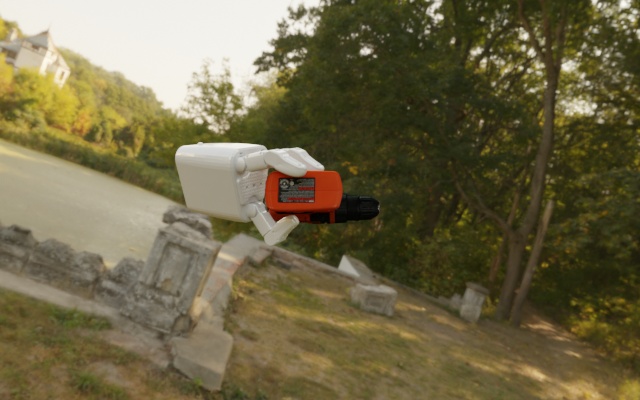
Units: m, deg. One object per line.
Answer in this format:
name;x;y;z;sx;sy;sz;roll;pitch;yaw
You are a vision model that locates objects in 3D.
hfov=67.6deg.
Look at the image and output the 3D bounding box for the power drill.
power drill;0.000;0.002;0.722;0.184;0.057;0.188;-2;-11;5
